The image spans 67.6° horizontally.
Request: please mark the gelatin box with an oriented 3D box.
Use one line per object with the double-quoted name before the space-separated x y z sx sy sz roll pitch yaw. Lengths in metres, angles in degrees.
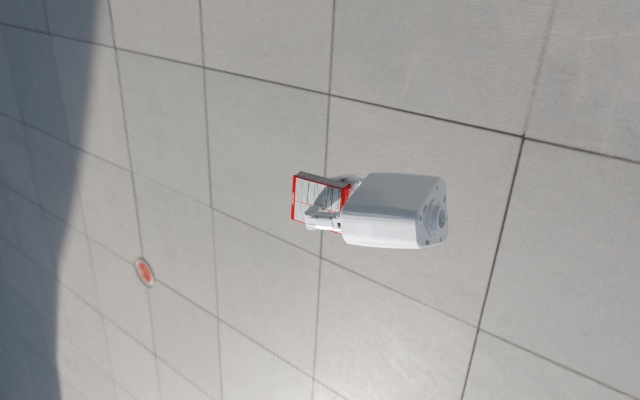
"gelatin box" 0.000 0.002 0.714 0.089 0.073 0.030 15 26 25
